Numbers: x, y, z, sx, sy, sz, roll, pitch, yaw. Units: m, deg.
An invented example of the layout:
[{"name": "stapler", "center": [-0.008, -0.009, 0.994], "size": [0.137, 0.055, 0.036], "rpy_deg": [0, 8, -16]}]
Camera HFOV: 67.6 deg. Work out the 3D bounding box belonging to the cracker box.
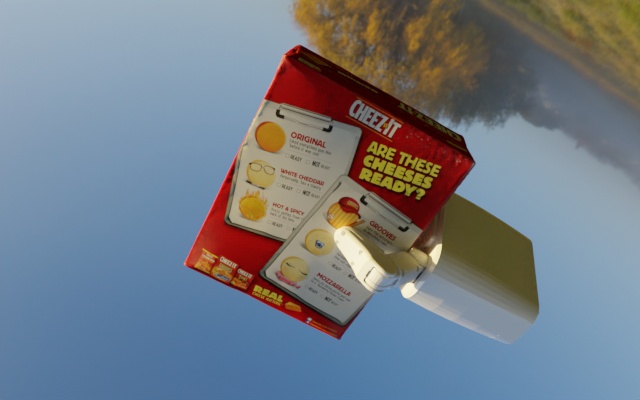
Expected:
[{"name": "cracker box", "center": [0.000, 0.002, 0.420], "size": [0.164, 0.214, 0.072], "rpy_deg": [28, 27, -7]}]
